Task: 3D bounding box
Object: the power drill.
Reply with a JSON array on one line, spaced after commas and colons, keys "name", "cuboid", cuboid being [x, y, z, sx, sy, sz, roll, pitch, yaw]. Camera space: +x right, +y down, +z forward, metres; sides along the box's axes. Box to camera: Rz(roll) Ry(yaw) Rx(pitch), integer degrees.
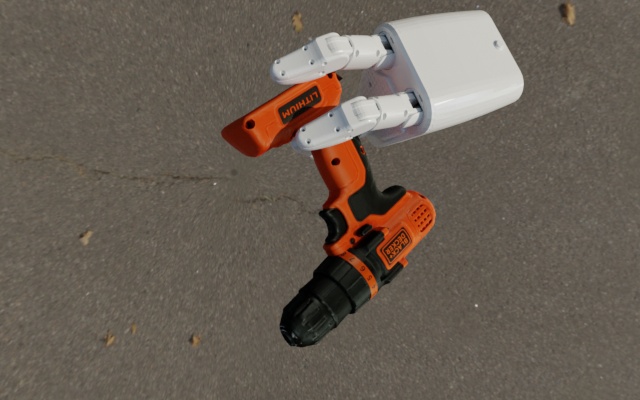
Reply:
[{"name": "power drill", "cuboid": [0.000, 0.001, 0.400, 0.184, 0.188, 0.057, -41, 18, -30]}]
